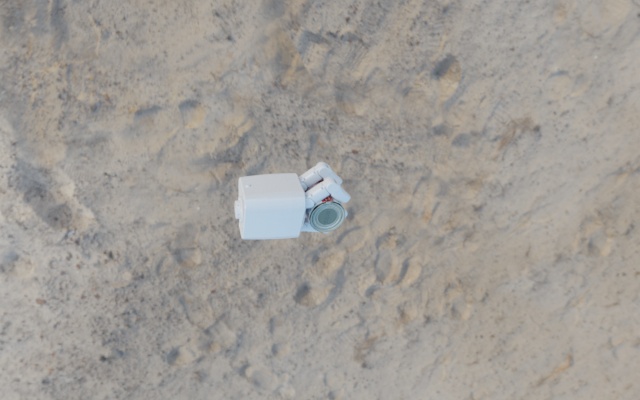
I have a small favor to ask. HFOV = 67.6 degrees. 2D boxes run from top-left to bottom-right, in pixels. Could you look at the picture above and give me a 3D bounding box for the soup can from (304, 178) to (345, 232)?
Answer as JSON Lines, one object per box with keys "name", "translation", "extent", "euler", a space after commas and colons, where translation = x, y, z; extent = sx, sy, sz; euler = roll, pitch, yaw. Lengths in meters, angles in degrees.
{"name": "soup can", "translation": [0.001, 0.003, 0.883], "extent": [0.068, 0.068, 0.102], "euler": [0, 33, -17]}
